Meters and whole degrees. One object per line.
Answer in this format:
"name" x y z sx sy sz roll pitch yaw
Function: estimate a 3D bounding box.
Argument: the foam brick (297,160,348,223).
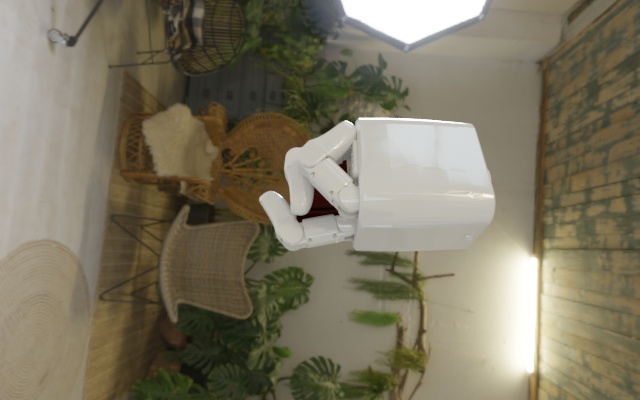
"foam brick" 0.000 0.002 0.468 0.051 0.053 0.078 -2 -24 -1
